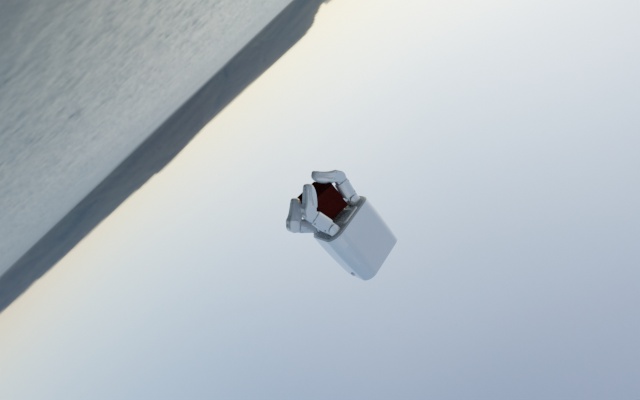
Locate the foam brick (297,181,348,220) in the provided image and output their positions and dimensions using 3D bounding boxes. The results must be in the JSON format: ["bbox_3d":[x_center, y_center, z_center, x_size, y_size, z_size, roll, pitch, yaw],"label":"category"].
[{"bbox_3d":[0.000,0.003,0.841,0.053,0.051,0.078,-43,18,-14],"label":"foam brick"}]
